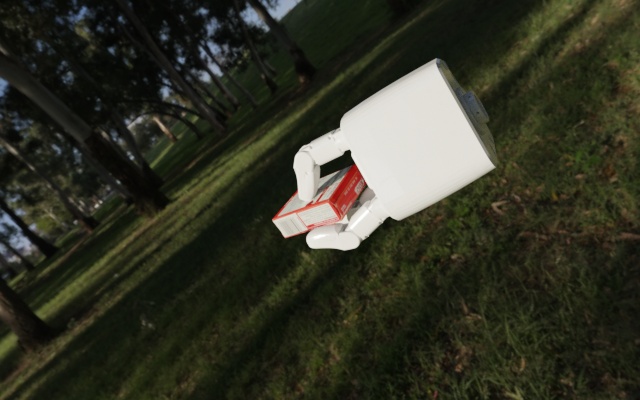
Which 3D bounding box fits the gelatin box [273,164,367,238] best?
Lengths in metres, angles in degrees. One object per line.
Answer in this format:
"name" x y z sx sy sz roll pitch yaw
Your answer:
"gelatin box" 0.000 0.001 0.534 0.089 0.030 0.073 -19 22 38
